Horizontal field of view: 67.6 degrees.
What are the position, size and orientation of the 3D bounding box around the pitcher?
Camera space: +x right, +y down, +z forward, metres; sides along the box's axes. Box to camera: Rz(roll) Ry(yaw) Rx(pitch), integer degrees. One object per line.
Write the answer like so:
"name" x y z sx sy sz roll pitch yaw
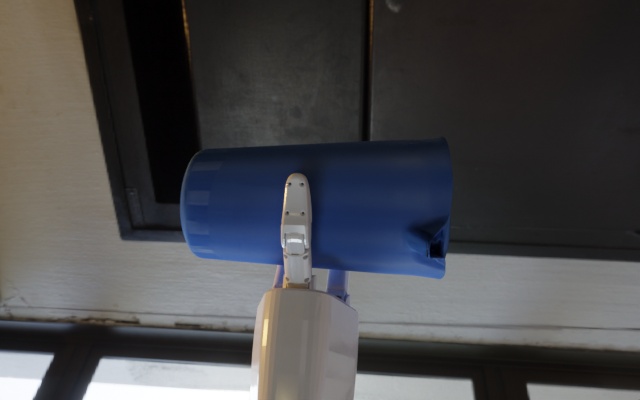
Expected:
"pitcher" 0.000 0.002 0.469 0.243 0.145 0.149 1 -21 5
